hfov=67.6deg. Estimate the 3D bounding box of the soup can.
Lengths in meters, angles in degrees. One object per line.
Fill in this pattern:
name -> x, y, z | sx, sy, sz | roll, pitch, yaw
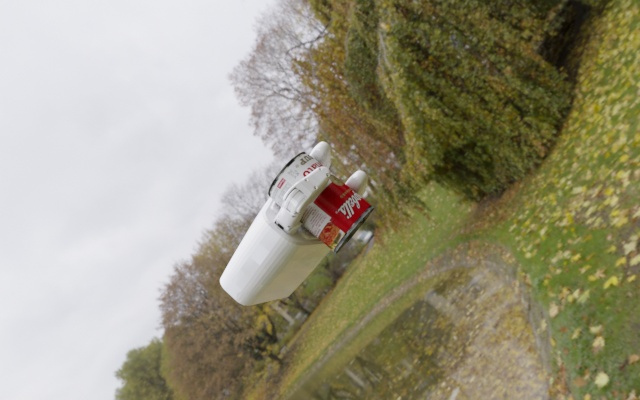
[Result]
soup can -> 0.000, 0.001, 0.538 | 0.102, 0.068, 0.068 | 40, 7, 9
